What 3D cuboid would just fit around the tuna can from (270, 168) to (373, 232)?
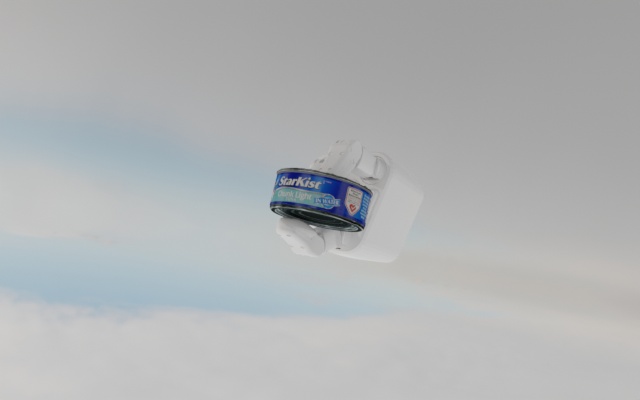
[{"bbox_3d":[0.000,0.002,0.413,0.086,0.033,0.086,13,-10,2],"label":"tuna can"}]
